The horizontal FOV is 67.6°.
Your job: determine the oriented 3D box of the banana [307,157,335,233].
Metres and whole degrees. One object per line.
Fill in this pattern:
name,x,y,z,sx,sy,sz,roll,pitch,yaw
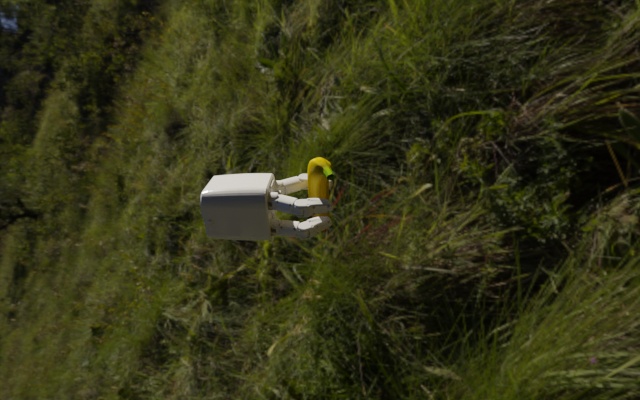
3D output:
banana,-0.002,-0.015,0.784,0.037,0.069,0.198,-5,-28,-4
